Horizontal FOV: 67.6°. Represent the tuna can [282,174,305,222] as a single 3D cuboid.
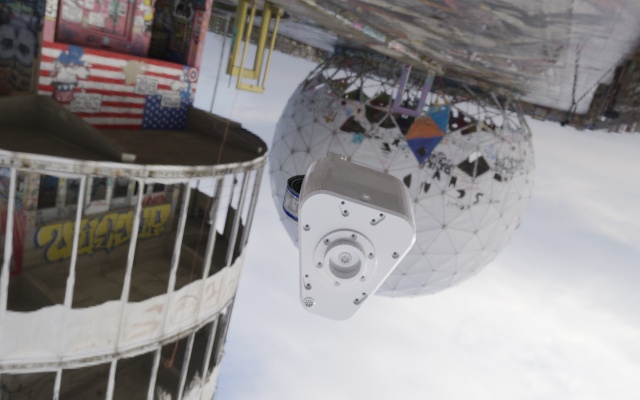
[{"bbox_3d":[0.000,0.002,0.551,0.086,0.034,0.086,13,21,-5],"label":"tuna can"}]
